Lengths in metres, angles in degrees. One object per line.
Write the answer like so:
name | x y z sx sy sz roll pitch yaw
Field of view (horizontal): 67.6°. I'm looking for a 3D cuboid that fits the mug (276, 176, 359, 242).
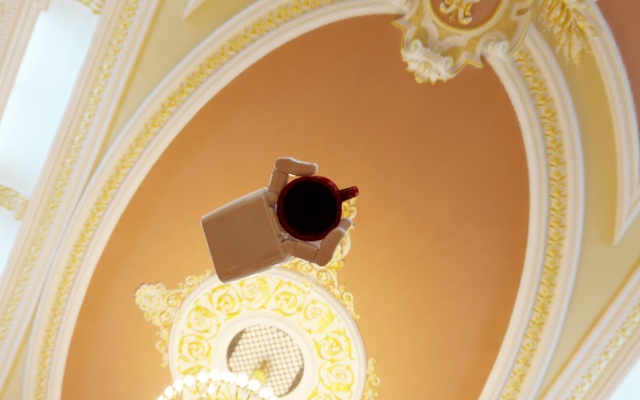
mug | 0.001 0.002 0.701 0.117 0.093 0.081 -22 5 10
